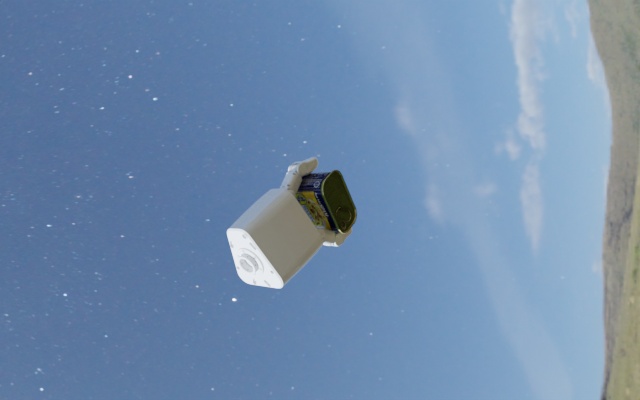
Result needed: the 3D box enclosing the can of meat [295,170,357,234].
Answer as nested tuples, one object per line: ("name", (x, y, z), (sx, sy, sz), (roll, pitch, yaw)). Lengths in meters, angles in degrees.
("can of meat", (0.000, 0.002, 0.780), (0.084, 0.102, 0.057), (0, 36, 39))
